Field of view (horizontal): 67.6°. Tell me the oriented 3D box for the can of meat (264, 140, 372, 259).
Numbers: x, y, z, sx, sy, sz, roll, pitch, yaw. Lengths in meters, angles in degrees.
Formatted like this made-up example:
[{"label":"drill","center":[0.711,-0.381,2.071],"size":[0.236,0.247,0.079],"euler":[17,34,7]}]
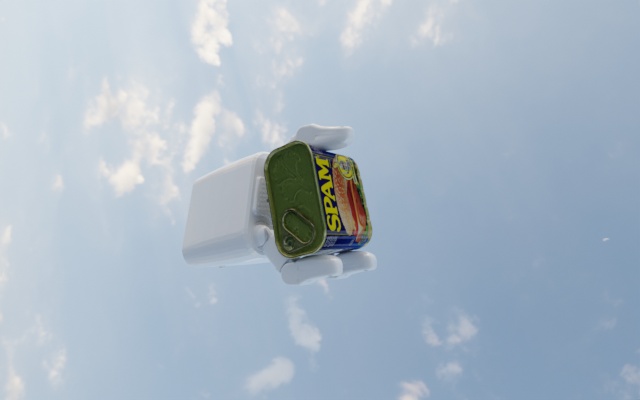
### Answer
[{"label":"can of meat","center":[0.000,0.001,0.453],"size":[0.057,0.102,0.084],"euler":[-19,-15,34]}]
